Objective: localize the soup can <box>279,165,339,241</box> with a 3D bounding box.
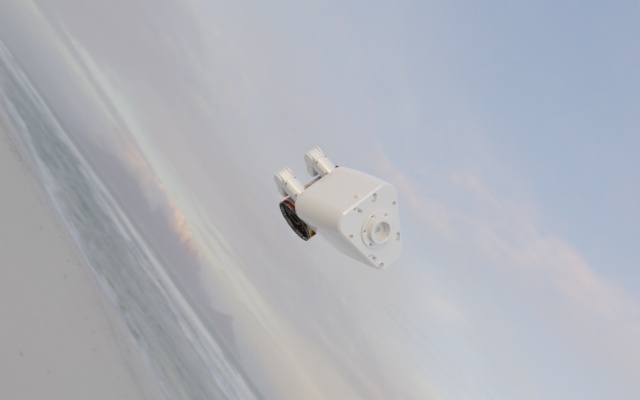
[{"bbox_3d":[0.000,0.002,0.699,0.102,0.068,0.068,-36,13,-18],"label":"soup can"}]
